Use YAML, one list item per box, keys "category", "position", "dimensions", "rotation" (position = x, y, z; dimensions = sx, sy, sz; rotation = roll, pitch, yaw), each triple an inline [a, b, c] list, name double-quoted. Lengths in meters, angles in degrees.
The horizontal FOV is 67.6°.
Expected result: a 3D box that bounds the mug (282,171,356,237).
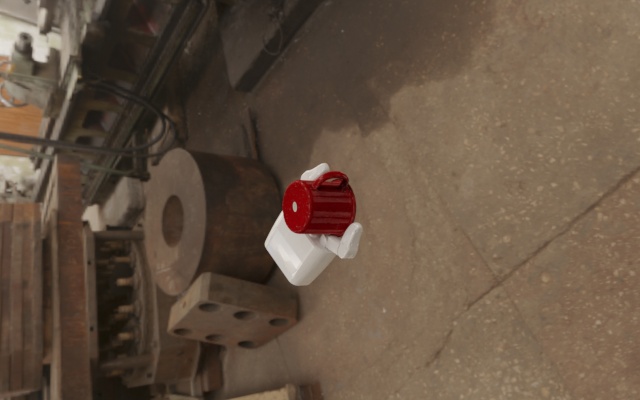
- category: "mug"
  position: [0.001, 0.001, 0.726]
  dimensions: [0.081, 0.093, 0.117]
  rotation: [2, -45, -36]
